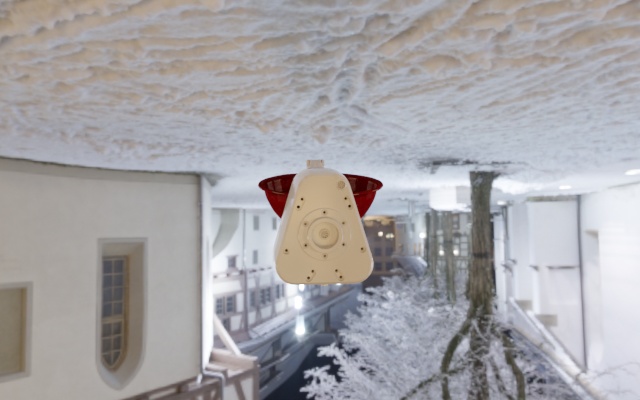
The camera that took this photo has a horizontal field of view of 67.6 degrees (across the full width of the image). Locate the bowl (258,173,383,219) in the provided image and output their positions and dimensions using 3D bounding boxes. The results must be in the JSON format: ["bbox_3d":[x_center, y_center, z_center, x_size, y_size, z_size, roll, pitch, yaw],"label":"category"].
[{"bbox_3d":[0.000,0.002,0.626,0.162,0.055,0.162,0,13,0],"label":"bowl"}]
